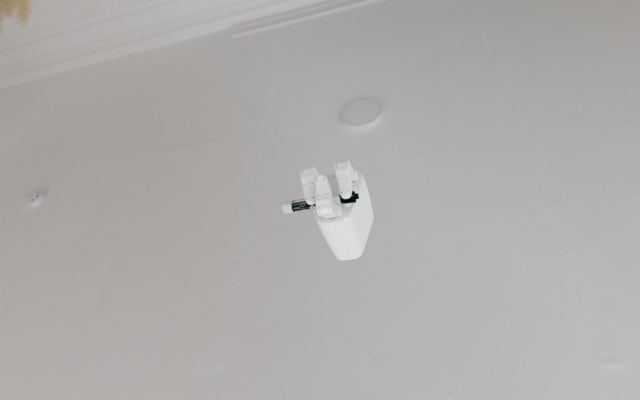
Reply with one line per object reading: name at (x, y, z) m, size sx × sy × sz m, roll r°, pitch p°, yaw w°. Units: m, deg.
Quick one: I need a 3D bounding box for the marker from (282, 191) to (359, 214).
marker at (0.000, 0.002, 0.741) m, size 0.121 × 0.020 × 0.020 m, roll -9°, pitch -2°, yaw 13°
